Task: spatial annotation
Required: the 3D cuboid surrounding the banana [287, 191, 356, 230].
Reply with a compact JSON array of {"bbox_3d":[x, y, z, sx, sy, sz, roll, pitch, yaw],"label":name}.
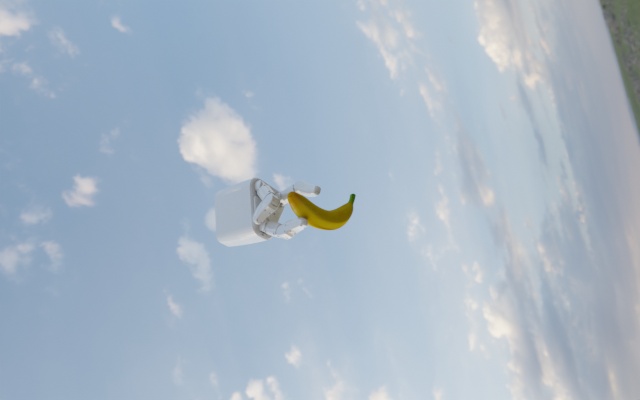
[{"bbox_3d":[0.005,0.021,0.876,0.037,0.069,0.198,-15,-9,35],"label":"banana"}]
